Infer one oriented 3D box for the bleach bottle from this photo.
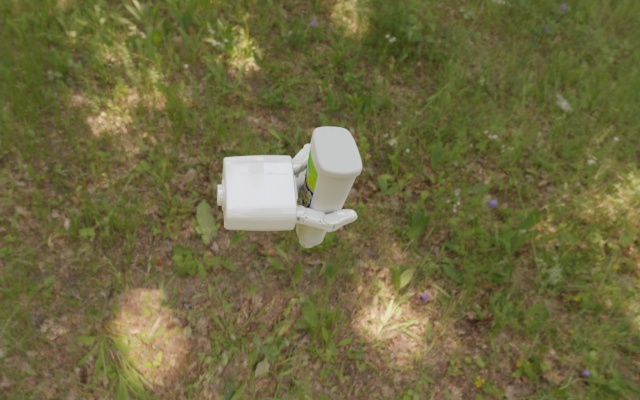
[{"bbox_3d":[0.000,0.002,0.787,0.068,0.102,0.251,-1,-40,-15],"label":"bleach bottle"}]
